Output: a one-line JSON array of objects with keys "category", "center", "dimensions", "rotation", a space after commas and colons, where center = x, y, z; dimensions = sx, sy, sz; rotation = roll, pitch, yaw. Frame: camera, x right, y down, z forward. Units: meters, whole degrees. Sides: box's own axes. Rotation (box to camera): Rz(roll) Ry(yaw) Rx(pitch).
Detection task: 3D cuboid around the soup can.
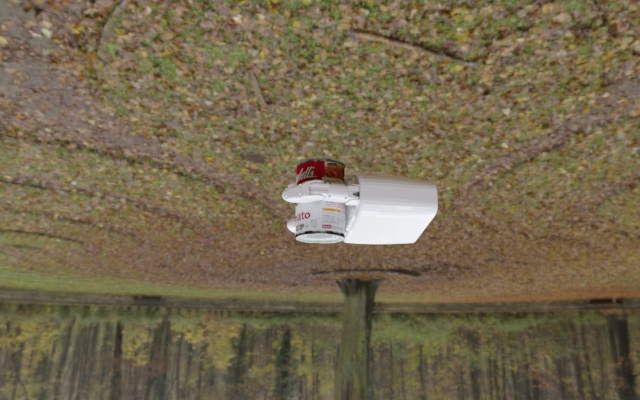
[{"category": "soup can", "center": [0.000, 0.002, 0.646], "dimensions": [0.068, 0.102, 0.068], "rotation": [0, -16, 0]}]
